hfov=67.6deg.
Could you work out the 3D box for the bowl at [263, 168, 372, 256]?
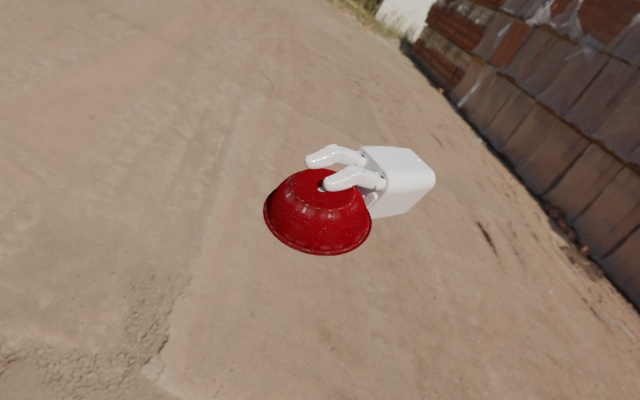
[{"bbox_3d":[-0.001,0.002,0.682,0.162,0.055,0.162,7,41,-6],"label":"bowl"}]
